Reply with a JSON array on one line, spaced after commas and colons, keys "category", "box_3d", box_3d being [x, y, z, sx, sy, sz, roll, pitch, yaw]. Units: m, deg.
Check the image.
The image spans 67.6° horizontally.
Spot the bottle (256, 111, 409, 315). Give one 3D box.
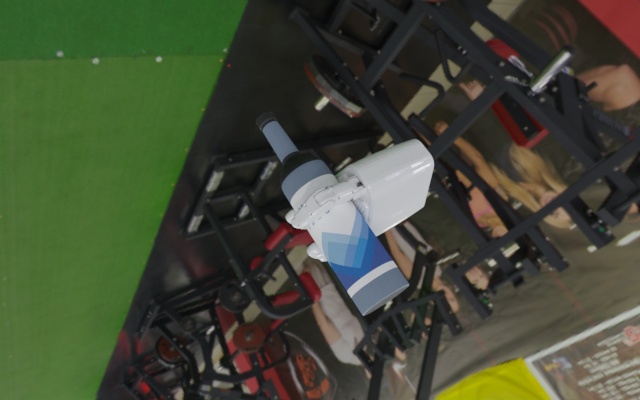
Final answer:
[{"category": "bottle", "box_3d": [0.000, 0.002, 0.610, 0.069, 0.295, 0.069, -30, -19, -12]}]
